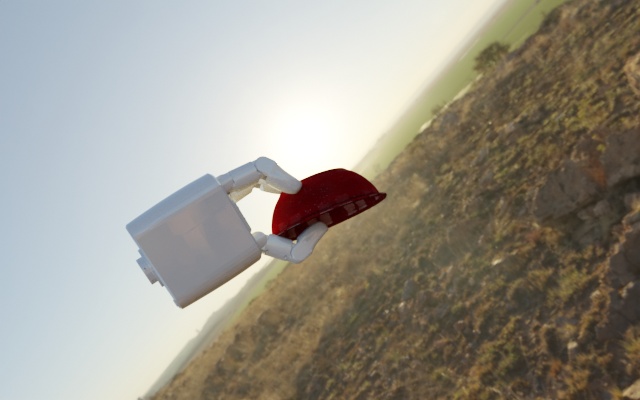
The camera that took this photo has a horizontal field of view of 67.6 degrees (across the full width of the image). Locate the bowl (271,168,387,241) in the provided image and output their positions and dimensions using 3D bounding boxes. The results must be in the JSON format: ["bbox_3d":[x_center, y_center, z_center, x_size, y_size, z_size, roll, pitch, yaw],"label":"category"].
[{"bbox_3d":[0.001,0.001,0.609,0.162,0.055,0.162,-22,-10,-4],"label":"bowl"}]
